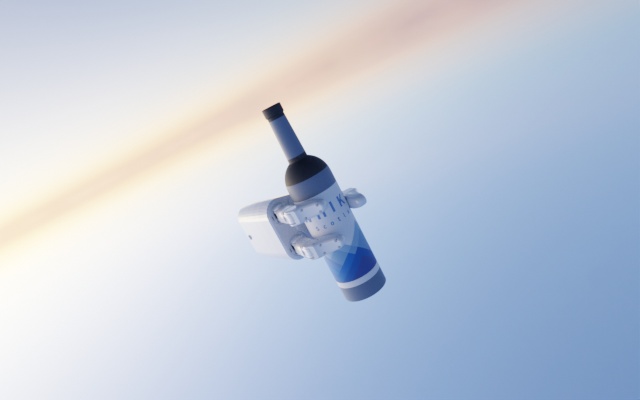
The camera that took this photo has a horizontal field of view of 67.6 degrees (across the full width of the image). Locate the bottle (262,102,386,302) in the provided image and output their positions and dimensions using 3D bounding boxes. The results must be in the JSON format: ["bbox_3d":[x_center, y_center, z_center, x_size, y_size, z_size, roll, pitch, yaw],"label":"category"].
[{"bbox_3d":[0.000,0.002,0.667,0.069,0.296,0.069,-26,14,7],"label":"bottle"}]
